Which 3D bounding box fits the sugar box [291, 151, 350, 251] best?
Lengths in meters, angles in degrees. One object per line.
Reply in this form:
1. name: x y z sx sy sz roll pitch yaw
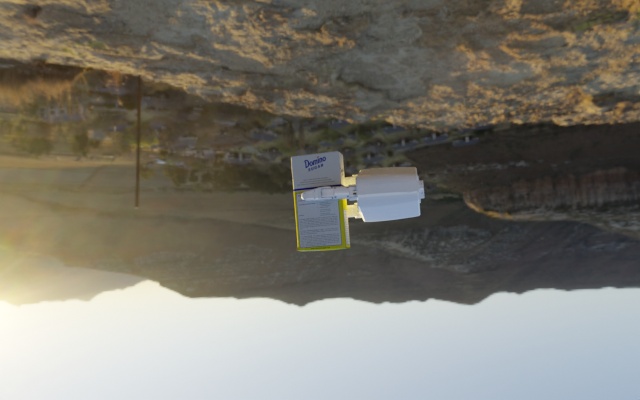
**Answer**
1. sugar box: 0.000 0.003 0.875 0.093 0.176 0.048 -5 -7 14
